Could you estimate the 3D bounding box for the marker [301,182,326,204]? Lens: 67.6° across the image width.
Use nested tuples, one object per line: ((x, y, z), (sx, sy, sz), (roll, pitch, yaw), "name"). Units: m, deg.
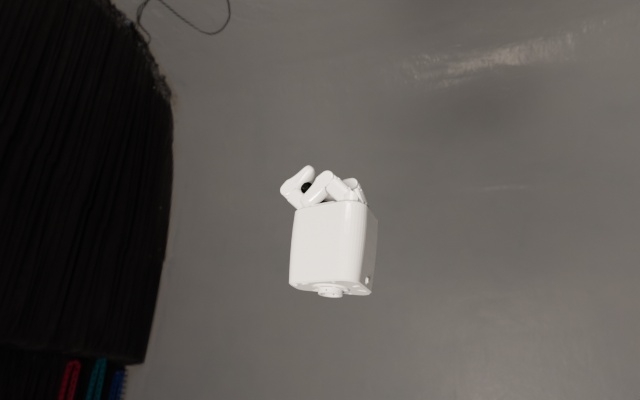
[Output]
((0.000, 0.002, 0.729), (0.020, 0.020, 0.121), (0, -22, 23), "marker")
